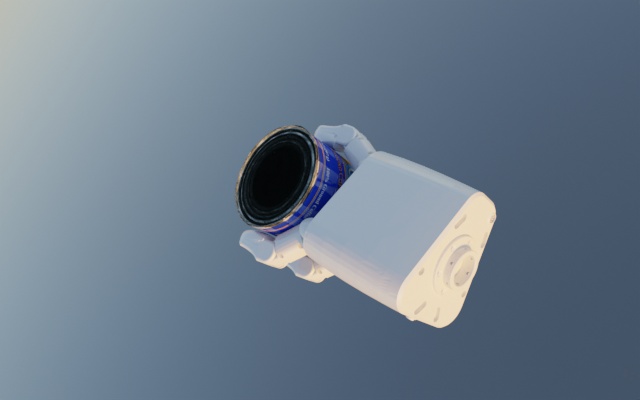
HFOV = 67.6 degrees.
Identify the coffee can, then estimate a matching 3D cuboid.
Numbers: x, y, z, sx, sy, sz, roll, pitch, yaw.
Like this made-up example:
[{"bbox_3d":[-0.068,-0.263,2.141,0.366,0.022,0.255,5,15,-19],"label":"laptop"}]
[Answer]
[{"bbox_3d":[0.000,0.002,0.484,0.103,0.102,0.140,0,-21,41],"label":"coffee can"}]
